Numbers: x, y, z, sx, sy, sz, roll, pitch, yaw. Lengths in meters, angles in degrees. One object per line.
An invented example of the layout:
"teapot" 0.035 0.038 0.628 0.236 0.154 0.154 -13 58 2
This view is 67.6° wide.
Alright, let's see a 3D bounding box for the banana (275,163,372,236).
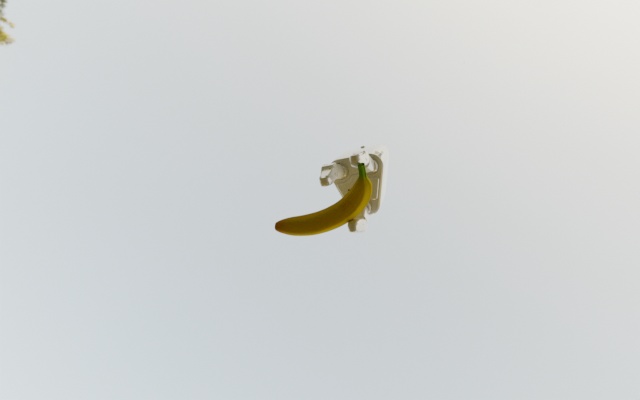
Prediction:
"banana" 0.014 0.015 0.773 0.198 0.069 0.037 -36 8 25
